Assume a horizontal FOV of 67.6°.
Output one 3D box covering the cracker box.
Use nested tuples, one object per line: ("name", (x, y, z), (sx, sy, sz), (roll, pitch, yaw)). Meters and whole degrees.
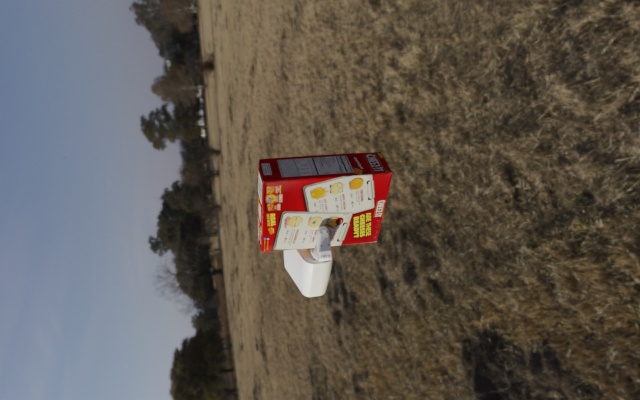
("cracker box", (0.000, 0.003, 0.821), (0.213, 0.164, 0.072), (-5, 42, -13))
